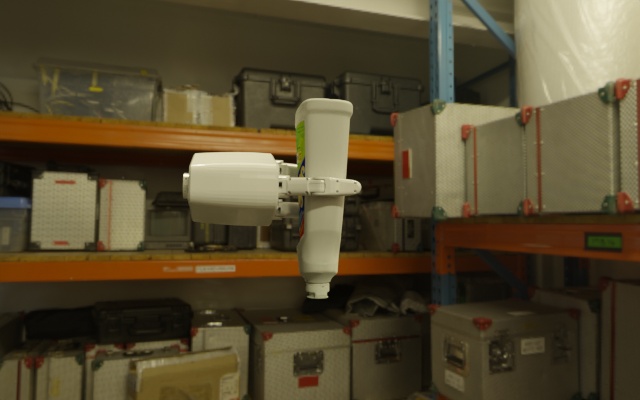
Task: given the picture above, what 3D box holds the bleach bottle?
[{"bbox_3d":[0.000,0.002,0.627,0.068,0.251,0.102,2,-3,-12],"label":"bleach bottle"}]
